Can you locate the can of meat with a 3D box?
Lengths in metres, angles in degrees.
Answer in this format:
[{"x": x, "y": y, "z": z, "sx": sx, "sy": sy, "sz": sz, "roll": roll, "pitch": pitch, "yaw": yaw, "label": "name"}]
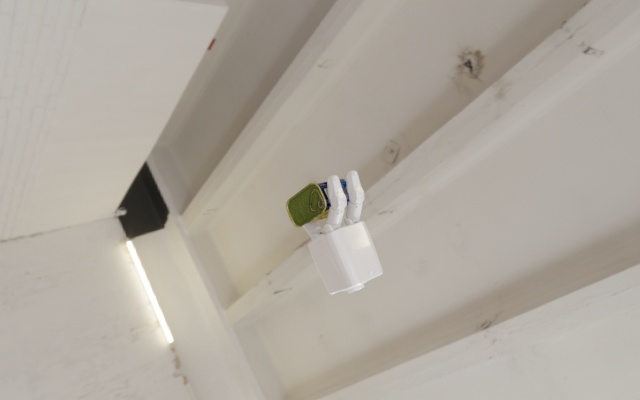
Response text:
[{"x": 0.000, "y": 0.003, "z": 0.893, "sx": 0.084, "sy": 0.057, "sz": 0.102, "roll": -13, "pitch": -16, "yaw": -45, "label": "can of meat"}]
